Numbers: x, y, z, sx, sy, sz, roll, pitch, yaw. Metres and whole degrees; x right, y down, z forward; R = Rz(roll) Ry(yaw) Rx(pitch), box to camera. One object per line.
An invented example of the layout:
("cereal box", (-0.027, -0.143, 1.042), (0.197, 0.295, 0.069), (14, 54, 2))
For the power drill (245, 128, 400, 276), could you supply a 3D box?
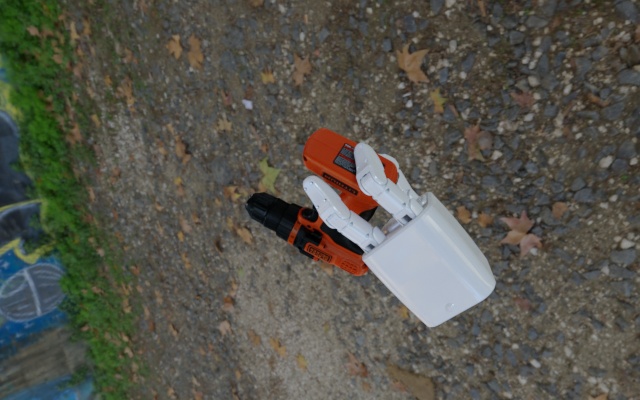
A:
("power drill", (0.000, 0.002, 0.577), (0.184, 0.057, 0.188), (26, -36, 4))
